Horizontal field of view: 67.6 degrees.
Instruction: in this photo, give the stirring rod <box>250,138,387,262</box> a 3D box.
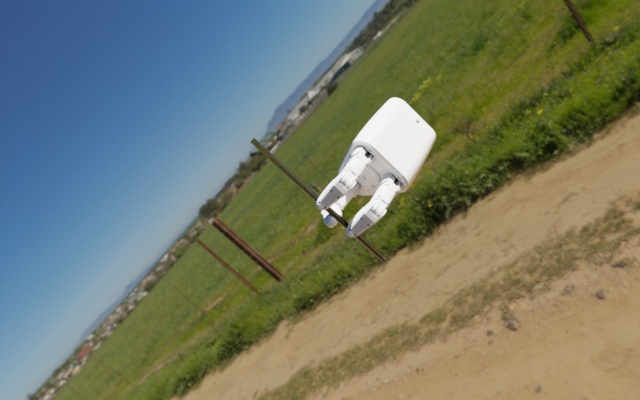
[{"bbox_3d":[0.000,0.002,0.632,0.239,0.011,0.011,42,-9,-10],"label":"stirring rod"}]
